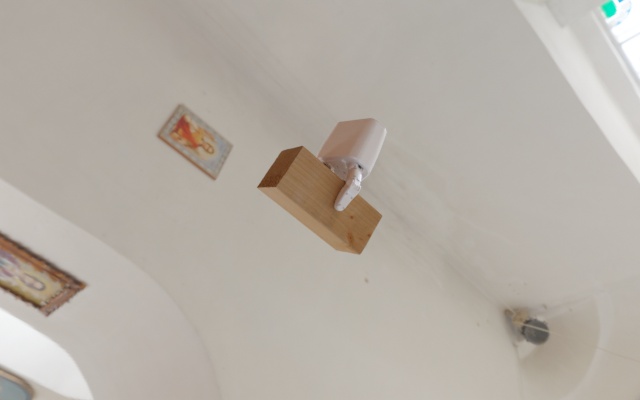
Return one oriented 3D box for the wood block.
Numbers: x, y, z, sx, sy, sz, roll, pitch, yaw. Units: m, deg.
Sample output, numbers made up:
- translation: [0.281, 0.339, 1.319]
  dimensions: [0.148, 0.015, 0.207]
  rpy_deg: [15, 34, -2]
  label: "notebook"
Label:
- translation: [0.001, 0.003, 0.871]
  dimensions: [0.206, 0.090, 0.091]
  rpy_deg: [39, -18, -23]
  label: "wood block"
